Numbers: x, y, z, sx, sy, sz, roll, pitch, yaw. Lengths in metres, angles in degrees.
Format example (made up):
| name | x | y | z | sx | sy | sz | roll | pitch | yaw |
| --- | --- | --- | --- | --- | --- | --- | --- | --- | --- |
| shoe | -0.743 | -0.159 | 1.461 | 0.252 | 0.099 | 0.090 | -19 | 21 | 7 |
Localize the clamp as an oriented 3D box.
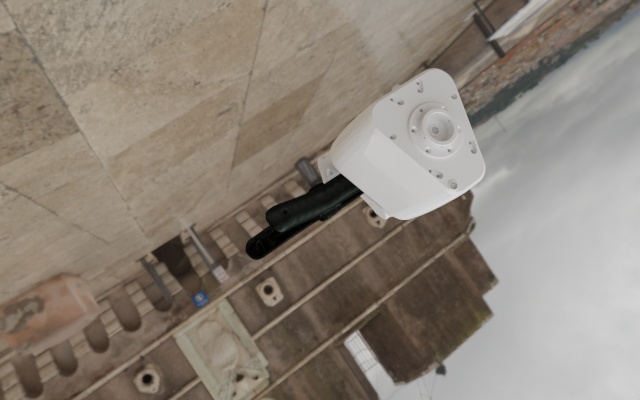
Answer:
| name | x | y | z | sx | sy | sz | roll | pitch | yaw |
| --- | --- | --- | --- | --- | --- | --- | --- | --- | --- |
| clamp | 0.001 | 0.002 | 0.496 | 0.171 | 0.039 | 0.120 | -34 | -2 | -18 |
